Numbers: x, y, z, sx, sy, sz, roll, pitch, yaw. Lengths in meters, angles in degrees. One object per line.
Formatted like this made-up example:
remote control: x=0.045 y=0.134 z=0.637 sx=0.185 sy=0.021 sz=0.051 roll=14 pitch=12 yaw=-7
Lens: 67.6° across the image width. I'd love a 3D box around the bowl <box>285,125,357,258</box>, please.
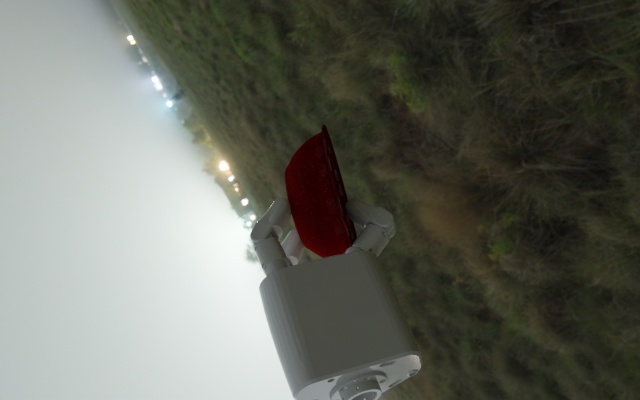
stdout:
bowl: x=0.000 y=0.001 z=0.525 sx=0.055 sy=0.162 sz=0.162 roll=-14 pitch=-2 yaw=6
